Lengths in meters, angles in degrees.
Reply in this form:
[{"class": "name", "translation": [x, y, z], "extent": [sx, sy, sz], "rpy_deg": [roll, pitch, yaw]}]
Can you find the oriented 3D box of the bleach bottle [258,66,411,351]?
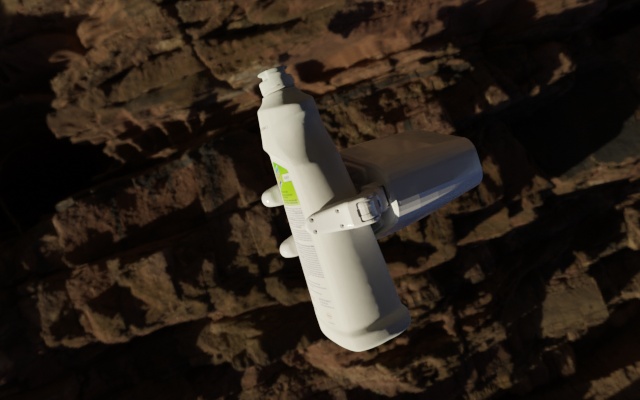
[{"class": "bleach bottle", "translation": [0.000, 0.001, 0.434], "extent": [0.068, 0.251, 0.102], "rpy_deg": [-21, 6, -21]}]
